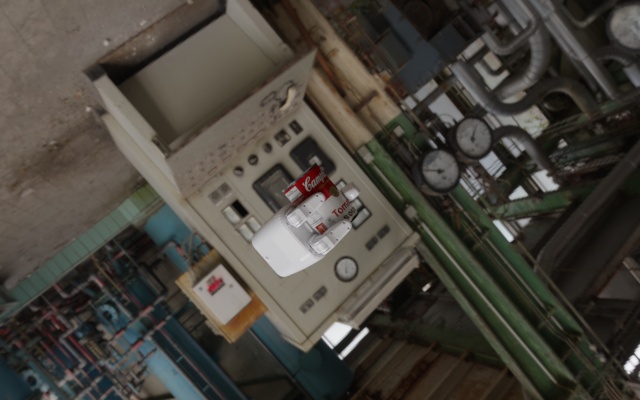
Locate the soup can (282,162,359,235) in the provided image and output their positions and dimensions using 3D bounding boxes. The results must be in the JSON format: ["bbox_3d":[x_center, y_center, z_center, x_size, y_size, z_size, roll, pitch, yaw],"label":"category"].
[{"bbox_3d":[0.001,0.002,0.721,0.068,0.102,0.068,-40,4,3],"label":"soup can"}]
